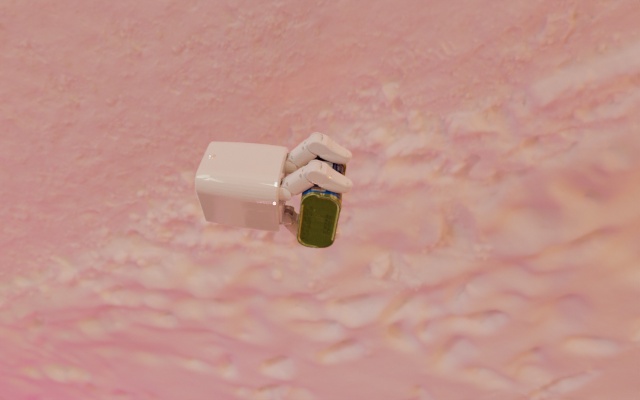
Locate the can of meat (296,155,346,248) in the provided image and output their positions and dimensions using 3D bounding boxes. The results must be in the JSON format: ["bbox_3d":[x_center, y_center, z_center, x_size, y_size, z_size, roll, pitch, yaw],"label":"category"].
[{"bbox_3d":[0.000,0.002,0.641,0.057,0.102,0.083,8,42,0],"label":"can of meat"}]
